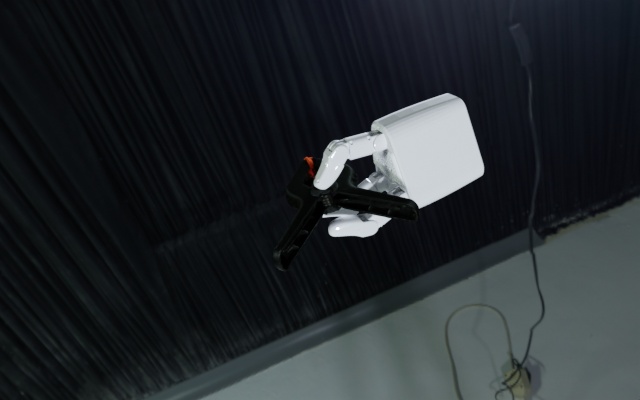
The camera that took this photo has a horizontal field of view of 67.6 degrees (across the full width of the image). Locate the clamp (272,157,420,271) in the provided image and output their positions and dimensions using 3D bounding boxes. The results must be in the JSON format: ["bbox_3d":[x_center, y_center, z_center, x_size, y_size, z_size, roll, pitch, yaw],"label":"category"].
[{"bbox_3d":[0.000,0.001,0.578,0.164,0.036,0.210,-23,30,-10],"label":"clamp"}]
